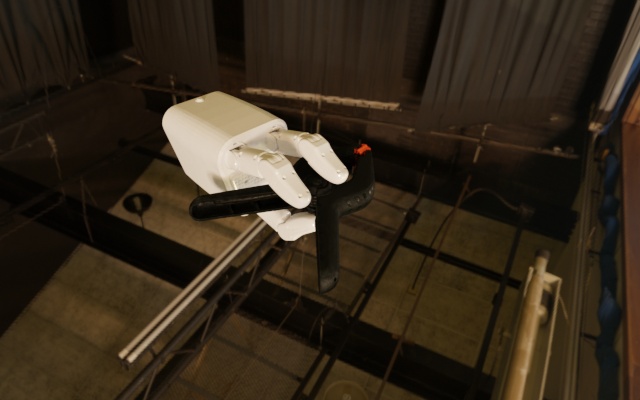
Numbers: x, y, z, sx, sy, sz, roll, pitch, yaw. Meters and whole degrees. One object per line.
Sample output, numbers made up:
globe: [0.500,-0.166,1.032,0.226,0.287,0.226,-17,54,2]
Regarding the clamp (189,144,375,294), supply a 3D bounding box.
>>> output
clamp: [0.000,0.002,0.483,0.164,0.036,0.210,32,45,29]
